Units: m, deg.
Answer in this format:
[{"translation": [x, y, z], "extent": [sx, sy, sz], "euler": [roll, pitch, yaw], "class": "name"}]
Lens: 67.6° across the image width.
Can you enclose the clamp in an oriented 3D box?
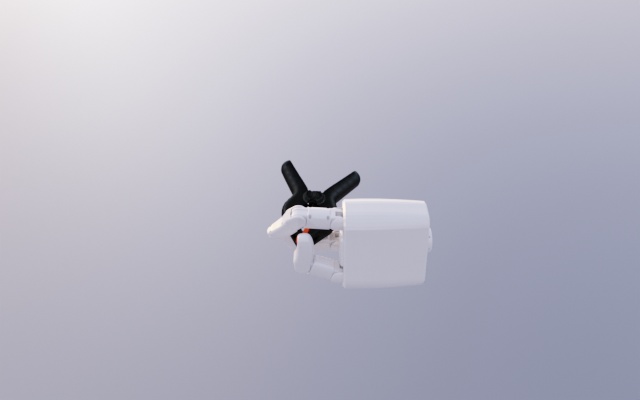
[{"translation": [0.000, 0.002, 0.673], "extent": [0.120, 0.039, 0.171], "euler": [0, 43, 1], "class": "clamp"}]
